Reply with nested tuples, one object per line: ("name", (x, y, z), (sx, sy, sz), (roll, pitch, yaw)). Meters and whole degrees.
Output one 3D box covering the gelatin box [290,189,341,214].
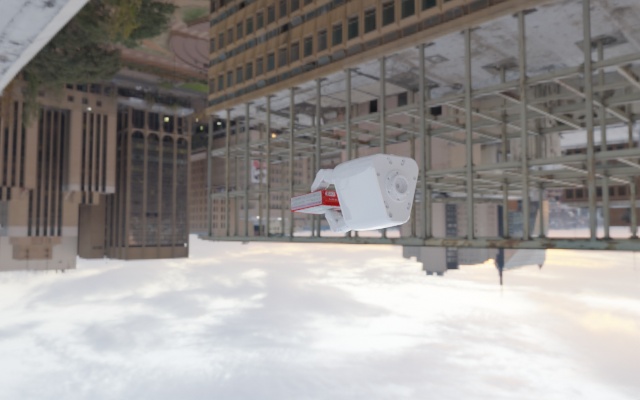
("gelatin box", (0.000, 0.003, 0.873), (0.073, 0.030, 0.089), (6, -14, -44))
